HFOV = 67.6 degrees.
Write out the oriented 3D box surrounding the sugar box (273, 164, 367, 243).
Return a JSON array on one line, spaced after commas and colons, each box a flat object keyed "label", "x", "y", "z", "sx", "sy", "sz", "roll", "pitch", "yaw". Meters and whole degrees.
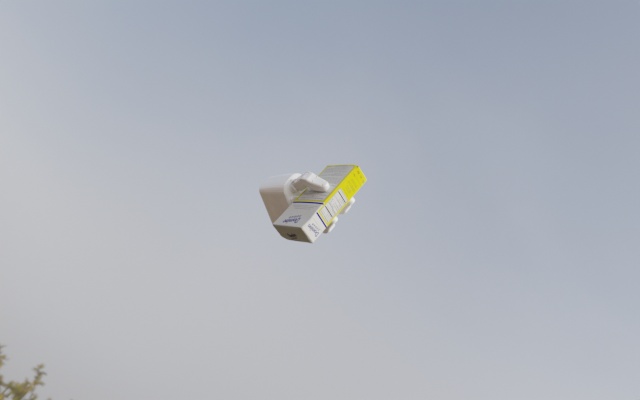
[{"label": "sugar box", "x": 0.000, "y": 0.003, "z": 0.895, "sx": 0.093, "sy": 0.048, "sz": 0.176, "roll": 3, "pitch": 46, "yaw": 51}]
